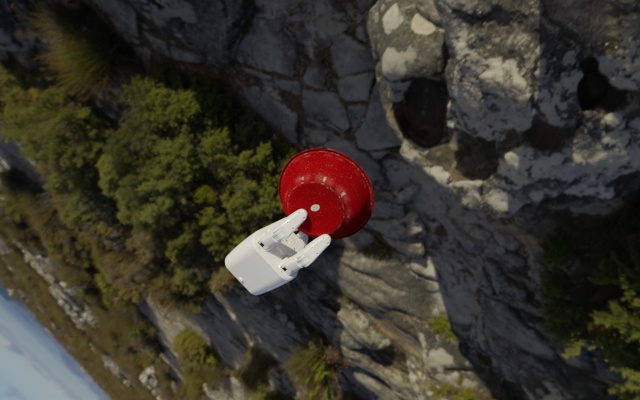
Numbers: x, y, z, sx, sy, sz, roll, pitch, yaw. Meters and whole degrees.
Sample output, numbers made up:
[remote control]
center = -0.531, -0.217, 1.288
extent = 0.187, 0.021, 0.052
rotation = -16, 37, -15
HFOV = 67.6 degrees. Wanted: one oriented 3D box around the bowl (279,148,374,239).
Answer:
[bowl]
center = 0.001, 0.002, 0.746
extent = 0.162, 0.162, 0.055
rotation = 0, 25, 19
